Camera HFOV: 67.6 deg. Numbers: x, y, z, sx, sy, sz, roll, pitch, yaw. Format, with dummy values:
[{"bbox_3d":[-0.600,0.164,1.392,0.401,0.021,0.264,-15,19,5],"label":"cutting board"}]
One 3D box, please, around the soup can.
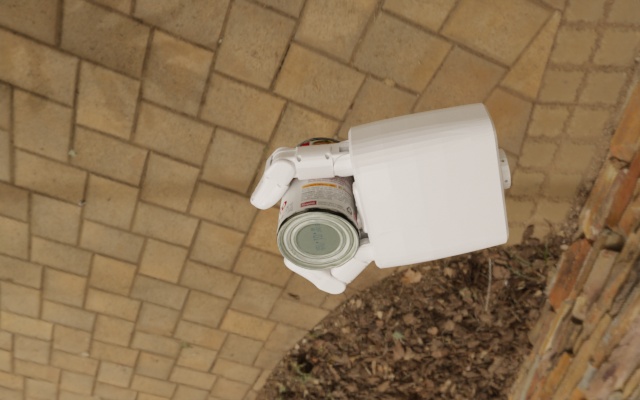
[{"bbox_3d":[0.000,0.002,0.411,0.068,0.069,0.102,0,39,2],"label":"soup can"}]
